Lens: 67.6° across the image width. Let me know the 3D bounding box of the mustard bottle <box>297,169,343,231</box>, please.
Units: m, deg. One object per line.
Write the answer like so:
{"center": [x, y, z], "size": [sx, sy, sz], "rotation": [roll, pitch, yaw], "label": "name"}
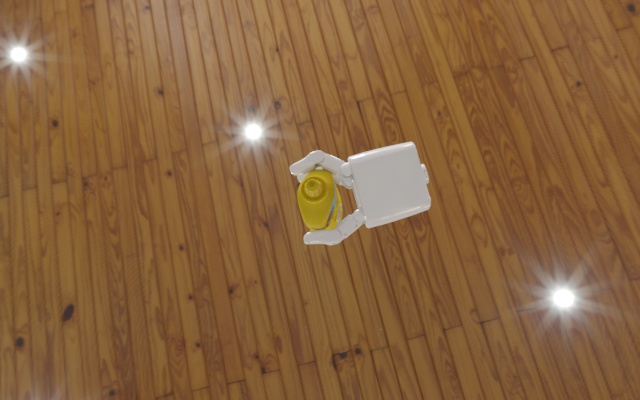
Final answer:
{"center": [0.000, 0.003, 0.776], "size": [0.058, 0.096, 0.192], "rotation": [8, -14, 9], "label": "mustard bottle"}
